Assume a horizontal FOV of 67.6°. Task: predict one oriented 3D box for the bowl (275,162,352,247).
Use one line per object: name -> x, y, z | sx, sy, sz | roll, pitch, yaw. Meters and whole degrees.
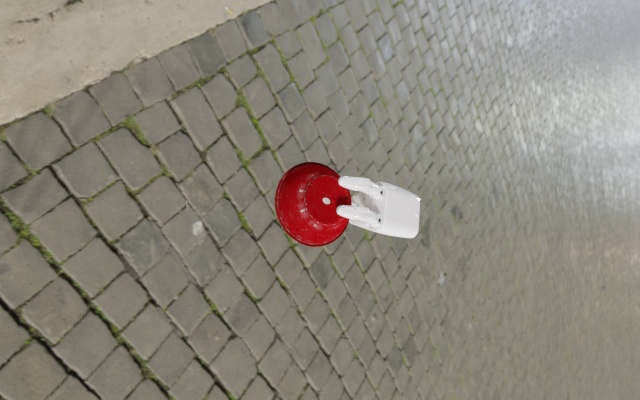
bowl -> -0.001, 0.003, 0.874 | 0.162, 0.162, 0.055 | 0, -8, -28
